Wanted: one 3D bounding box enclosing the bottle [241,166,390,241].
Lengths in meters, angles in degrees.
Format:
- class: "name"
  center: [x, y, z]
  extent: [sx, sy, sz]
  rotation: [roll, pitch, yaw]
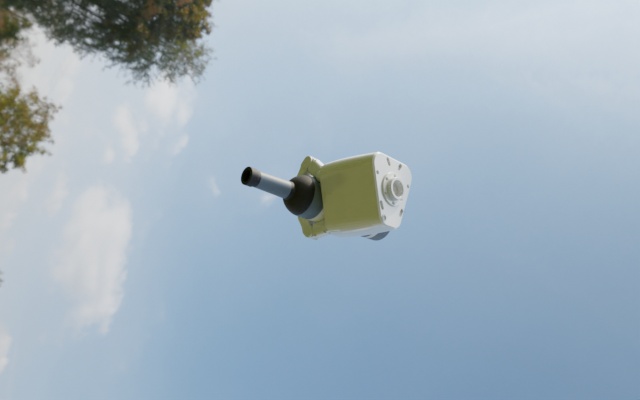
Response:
- class: "bottle"
  center: [0.000, 0.003, 0.771]
  extent: [0.296, 0.069, 0.069]
  rotation: [20, -13, -40]
